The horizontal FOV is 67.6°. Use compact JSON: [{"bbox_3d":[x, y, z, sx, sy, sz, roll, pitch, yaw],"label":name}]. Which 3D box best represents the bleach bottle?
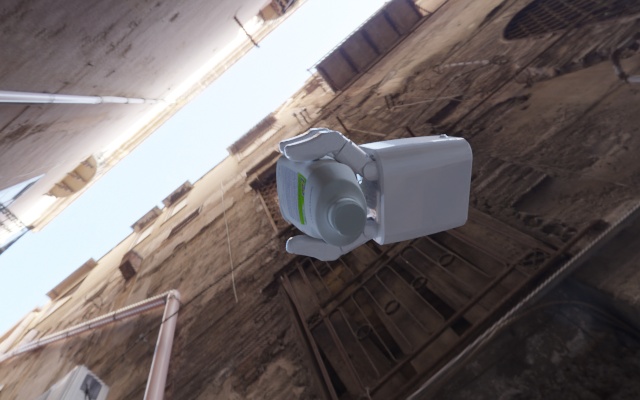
[{"bbox_3d":[0.000,0.002,0.524,0.068,0.102,0.250,-9,12,-11],"label":"bleach bottle"}]
